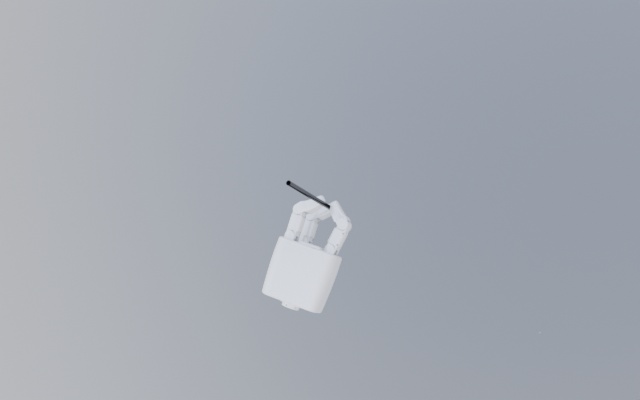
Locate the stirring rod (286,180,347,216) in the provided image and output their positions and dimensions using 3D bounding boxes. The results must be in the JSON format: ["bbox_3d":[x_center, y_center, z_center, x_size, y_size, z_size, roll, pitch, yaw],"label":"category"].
[{"bbox_3d":[0.000,0.003,0.828,0.011,0.011,0.239,0,-14,25],"label":"stirring rod"}]
